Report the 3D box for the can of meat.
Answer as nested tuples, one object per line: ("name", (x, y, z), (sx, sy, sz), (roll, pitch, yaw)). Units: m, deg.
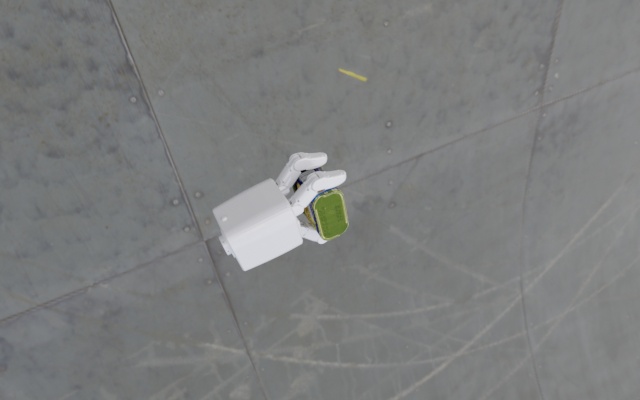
("can of meat", (0.000, 0.003, 0.768), (0.057, 0.102, 0.084), (-25, 43, -12))
